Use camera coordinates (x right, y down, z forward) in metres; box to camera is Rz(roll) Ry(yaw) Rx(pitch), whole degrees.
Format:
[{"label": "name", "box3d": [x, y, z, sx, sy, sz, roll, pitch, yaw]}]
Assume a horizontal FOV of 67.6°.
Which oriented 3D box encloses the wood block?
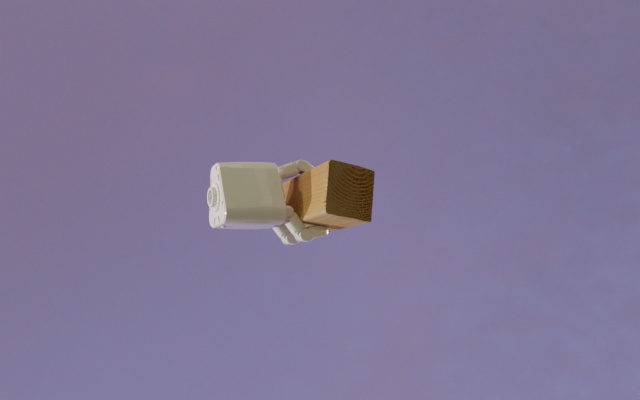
[{"label": "wood block", "box3d": [0.000, 0.002, 0.851, 0.090, 0.090, 0.206, 12, -15, -27]}]
